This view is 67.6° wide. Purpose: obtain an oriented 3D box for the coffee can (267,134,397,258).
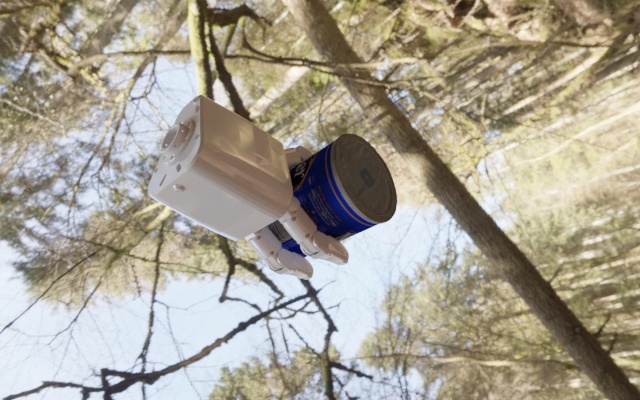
[{"bbox_3d":[0.000,0.002,0.541,0.140,0.102,0.103,-28,-18,36],"label":"coffee can"}]
